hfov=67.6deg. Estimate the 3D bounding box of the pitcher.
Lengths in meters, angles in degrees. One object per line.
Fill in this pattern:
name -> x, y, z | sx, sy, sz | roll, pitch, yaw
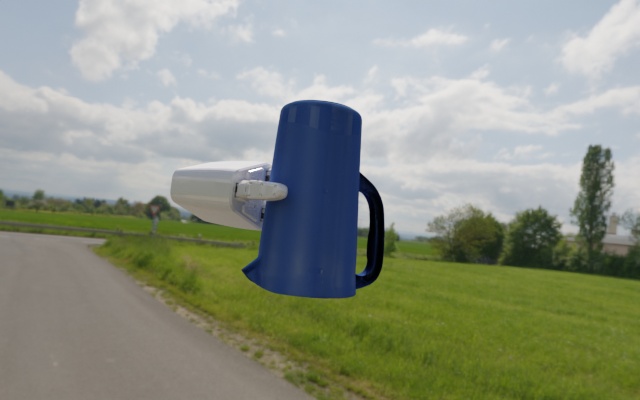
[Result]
pitcher -> 0.000, 0.002, 0.622 | 0.145, 0.243, 0.149 | 4, -3, 26
